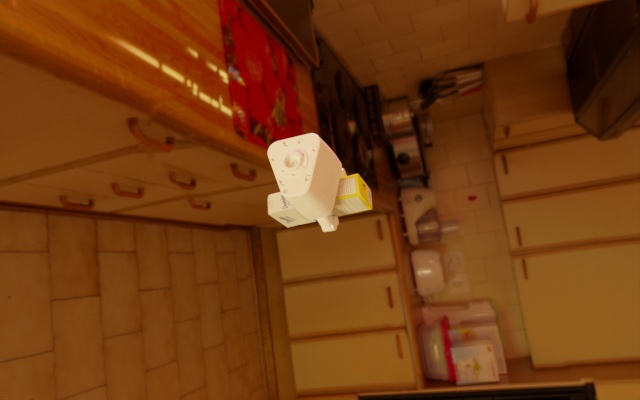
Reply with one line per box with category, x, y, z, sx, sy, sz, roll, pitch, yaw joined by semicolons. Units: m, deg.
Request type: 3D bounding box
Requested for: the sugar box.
sugar box;0.000;0.002;0.881;0.176;0.048;0.093;-10;-22;17
